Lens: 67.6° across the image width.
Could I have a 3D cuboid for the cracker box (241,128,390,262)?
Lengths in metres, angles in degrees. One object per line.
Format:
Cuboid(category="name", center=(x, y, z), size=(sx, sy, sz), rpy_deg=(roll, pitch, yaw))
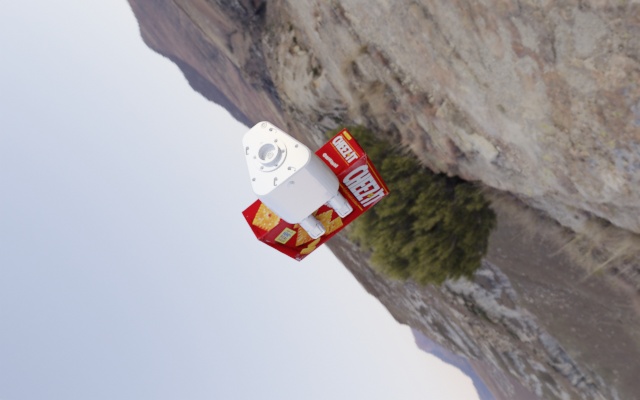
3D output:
Cuboid(category="cracker box", center=(0.000, 0.003, 0.802), size=(0.214, 0.072, 0.164), rpy_deg=(-38, -29, 5))
